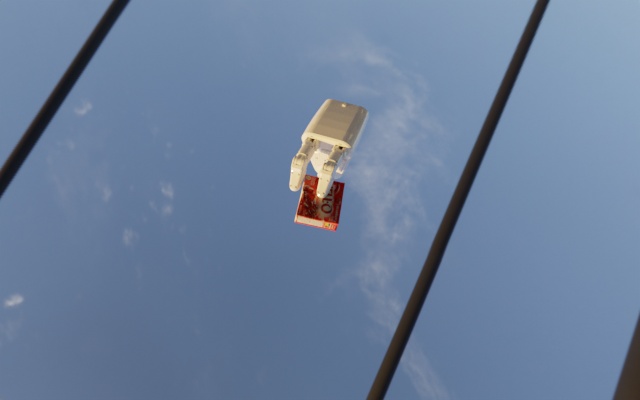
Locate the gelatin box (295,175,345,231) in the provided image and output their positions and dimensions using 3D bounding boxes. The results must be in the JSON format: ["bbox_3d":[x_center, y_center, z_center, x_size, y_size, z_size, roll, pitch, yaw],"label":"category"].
[{"bbox_3d":[0.000,0.003,0.828,0.073,0.089,0.030,13,-33,-2],"label":"gelatin box"}]
